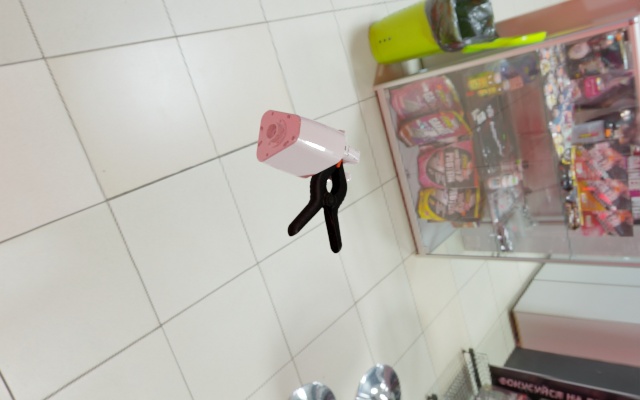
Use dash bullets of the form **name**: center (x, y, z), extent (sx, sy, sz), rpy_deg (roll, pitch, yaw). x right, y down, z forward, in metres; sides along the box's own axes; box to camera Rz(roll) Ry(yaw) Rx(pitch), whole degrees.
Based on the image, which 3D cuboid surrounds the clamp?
- **clamp**: center (0.001, 0.003, 0.846), extent (0.039, 0.171, 0.120), rpy_deg (-3, -13, 44)
